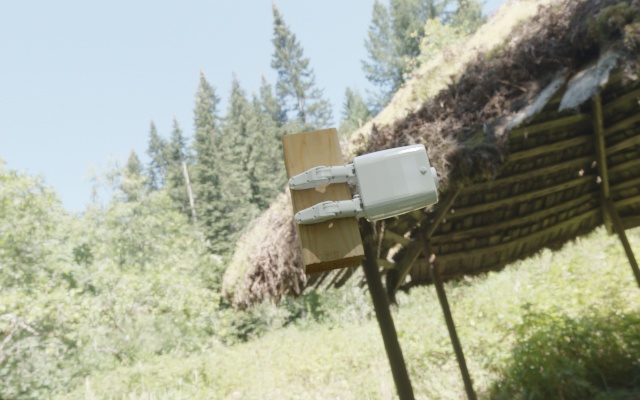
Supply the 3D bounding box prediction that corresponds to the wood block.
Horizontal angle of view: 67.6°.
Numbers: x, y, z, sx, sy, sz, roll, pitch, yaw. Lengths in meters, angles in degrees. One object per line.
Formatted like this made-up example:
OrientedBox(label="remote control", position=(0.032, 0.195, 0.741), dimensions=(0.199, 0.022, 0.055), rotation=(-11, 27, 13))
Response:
OrientedBox(label="wood block", position=(0.000, 0.002, 0.753), dimensions=(0.090, 0.206, 0.091), rotation=(-10, -18, -4))
